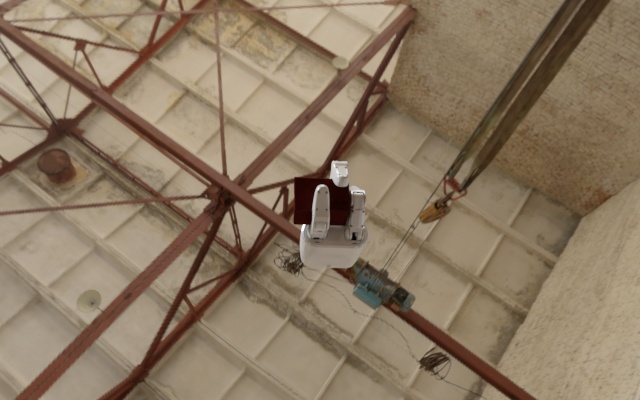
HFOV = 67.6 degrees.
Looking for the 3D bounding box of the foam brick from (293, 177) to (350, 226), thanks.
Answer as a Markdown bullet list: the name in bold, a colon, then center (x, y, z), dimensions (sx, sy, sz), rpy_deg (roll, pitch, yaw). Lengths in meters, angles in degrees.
- **foam brick**: center (0.000, 0.002, 0.675), dimensions (0.078, 0.053, 0.051), rpy_deg (3, -26, -5)
